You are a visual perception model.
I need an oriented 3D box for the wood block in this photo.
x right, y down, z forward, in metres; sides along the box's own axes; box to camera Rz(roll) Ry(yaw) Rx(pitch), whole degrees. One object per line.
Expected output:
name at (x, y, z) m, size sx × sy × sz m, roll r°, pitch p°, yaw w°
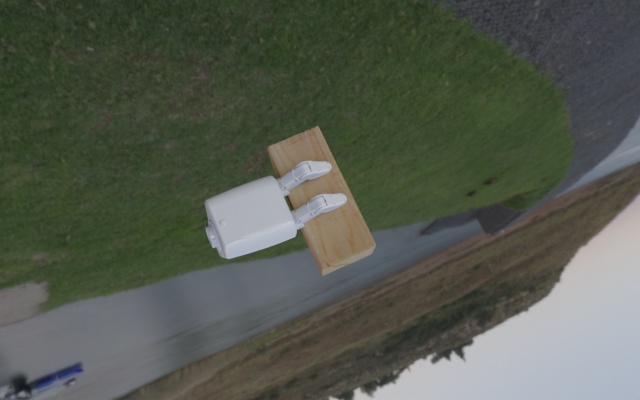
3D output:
wood block at (0.000, 0.003, 0.752) m, size 0.090 × 0.206 × 0.091 m, roll -23°, pitch -14°, yaw -6°
